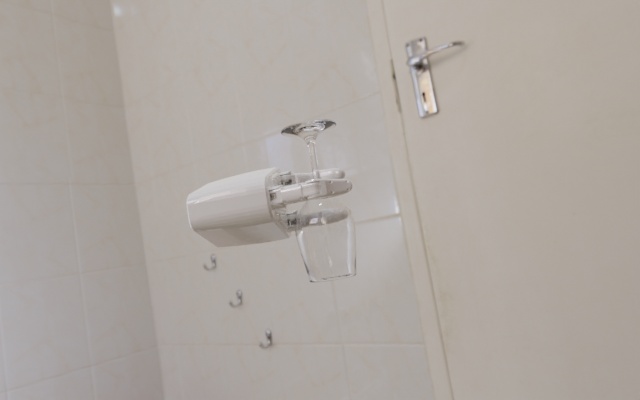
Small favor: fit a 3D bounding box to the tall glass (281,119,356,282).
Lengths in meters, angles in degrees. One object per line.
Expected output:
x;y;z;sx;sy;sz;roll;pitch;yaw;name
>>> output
0.000;0.001;0.622;0.079;0.201;0.079;-10;-5;-1;tall glass
